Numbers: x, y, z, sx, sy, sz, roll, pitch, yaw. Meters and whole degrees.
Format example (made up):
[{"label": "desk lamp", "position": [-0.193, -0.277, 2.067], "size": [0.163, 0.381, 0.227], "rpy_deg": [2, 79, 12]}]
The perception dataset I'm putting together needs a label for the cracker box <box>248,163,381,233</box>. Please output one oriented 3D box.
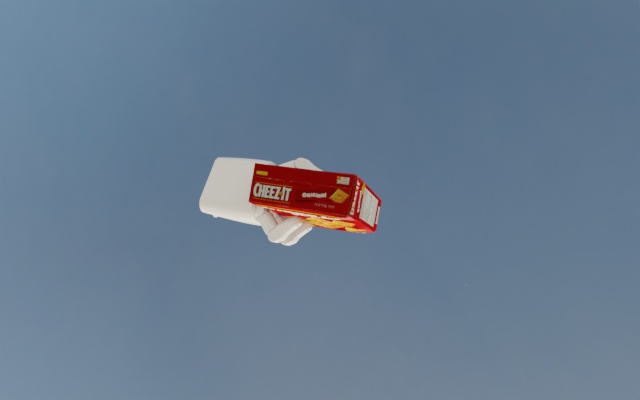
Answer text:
[{"label": "cracker box", "position": [0.000, 0.002, 0.796], "size": [0.164, 0.072, 0.214], "rpy_deg": [7, -7, 18]}]
